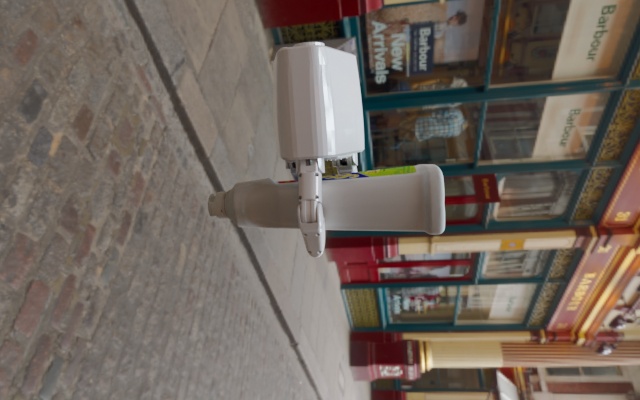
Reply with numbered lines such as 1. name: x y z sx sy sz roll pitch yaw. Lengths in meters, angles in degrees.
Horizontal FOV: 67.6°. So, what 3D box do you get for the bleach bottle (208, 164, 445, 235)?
1. bleach bottle: 0.000 0.002 0.513 0.251 0.068 0.102 -3 8 9
